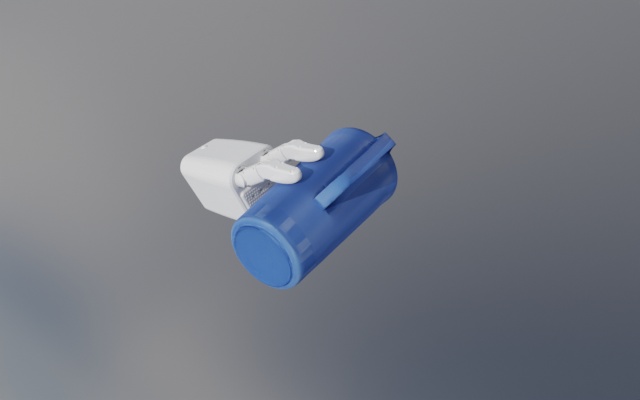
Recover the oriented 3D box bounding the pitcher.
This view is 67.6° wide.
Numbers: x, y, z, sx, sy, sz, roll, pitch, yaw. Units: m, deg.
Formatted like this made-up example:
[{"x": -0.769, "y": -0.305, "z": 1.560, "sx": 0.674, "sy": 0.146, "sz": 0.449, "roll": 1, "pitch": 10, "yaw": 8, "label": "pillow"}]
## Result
[{"x": 0.000, "y": 0.002, "z": 0.645, "sx": 0.145, "sy": 0.149, "sz": 0.242, "roll": 15, "pitch": 39, "yaw": 30, "label": "pitcher"}]
